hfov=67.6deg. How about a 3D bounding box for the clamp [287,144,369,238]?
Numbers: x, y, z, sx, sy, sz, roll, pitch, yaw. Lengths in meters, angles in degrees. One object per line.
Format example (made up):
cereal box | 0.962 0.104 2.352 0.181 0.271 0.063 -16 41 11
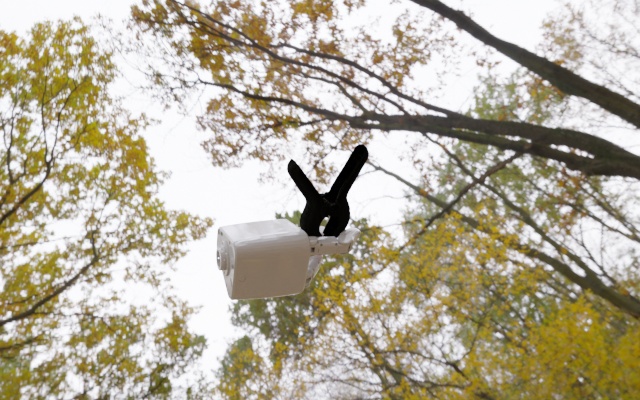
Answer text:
clamp | 0.000 0.002 0.671 0.120 0.171 0.039 -3 30 -25
